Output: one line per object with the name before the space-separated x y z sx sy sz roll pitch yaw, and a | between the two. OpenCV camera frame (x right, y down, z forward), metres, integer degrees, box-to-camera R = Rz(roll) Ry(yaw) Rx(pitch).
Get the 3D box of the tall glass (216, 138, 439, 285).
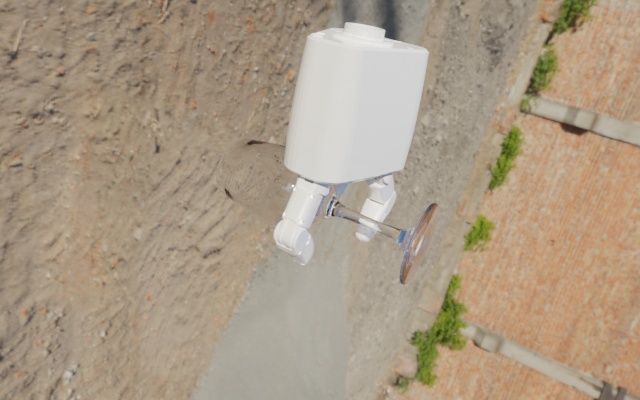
tall glass | 0.001 0.002 0.440 0.201 0.079 0.079 22 9 23
